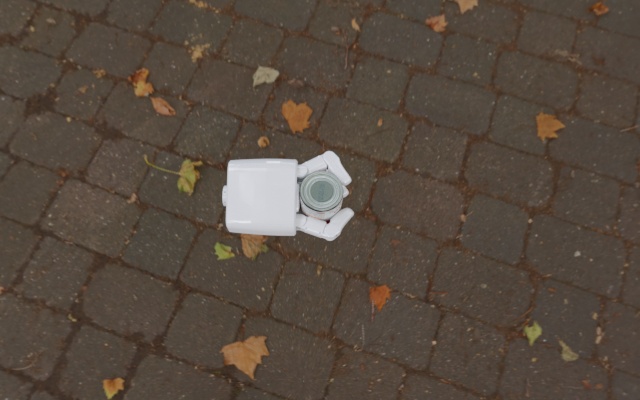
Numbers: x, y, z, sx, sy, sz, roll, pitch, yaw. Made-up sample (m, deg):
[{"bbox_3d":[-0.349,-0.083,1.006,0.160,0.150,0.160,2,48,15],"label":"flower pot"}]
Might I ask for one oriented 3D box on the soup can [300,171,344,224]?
[{"bbox_3d":[0.001,0.002,0.757,0.068,0.068,0.102,0,-21,-2],"label":"soup can"}]
